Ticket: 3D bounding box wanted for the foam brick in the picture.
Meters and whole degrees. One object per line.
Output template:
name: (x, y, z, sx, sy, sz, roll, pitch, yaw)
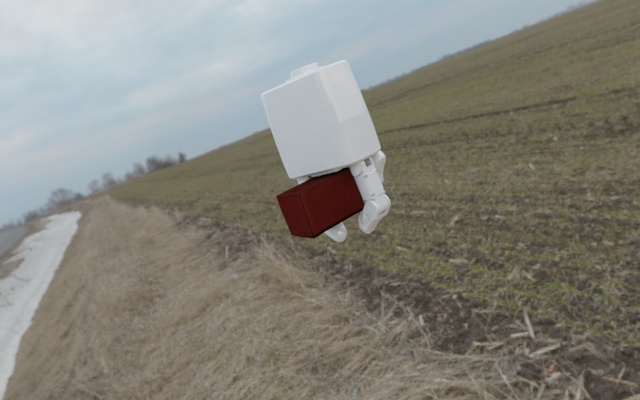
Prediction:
foam brick: (0.000, 0.002, 0.537, 0.078, 0.051, 0.053, -29, 15, -31)
